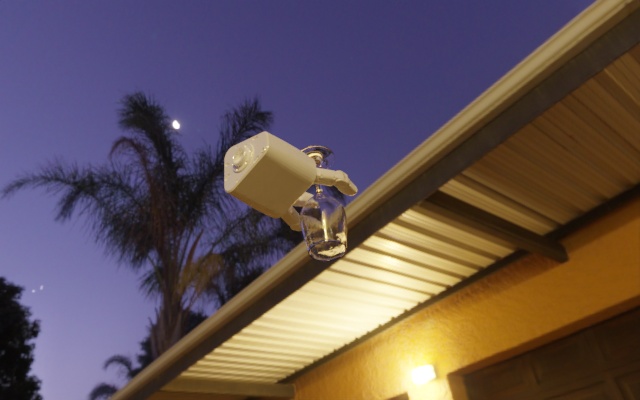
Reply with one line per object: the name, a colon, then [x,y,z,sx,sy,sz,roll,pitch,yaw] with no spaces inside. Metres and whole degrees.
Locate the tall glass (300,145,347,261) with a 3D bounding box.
tall glass: [0.000,0.002,0.820,0.079,0.200,0.079,-5,-37,-4]
